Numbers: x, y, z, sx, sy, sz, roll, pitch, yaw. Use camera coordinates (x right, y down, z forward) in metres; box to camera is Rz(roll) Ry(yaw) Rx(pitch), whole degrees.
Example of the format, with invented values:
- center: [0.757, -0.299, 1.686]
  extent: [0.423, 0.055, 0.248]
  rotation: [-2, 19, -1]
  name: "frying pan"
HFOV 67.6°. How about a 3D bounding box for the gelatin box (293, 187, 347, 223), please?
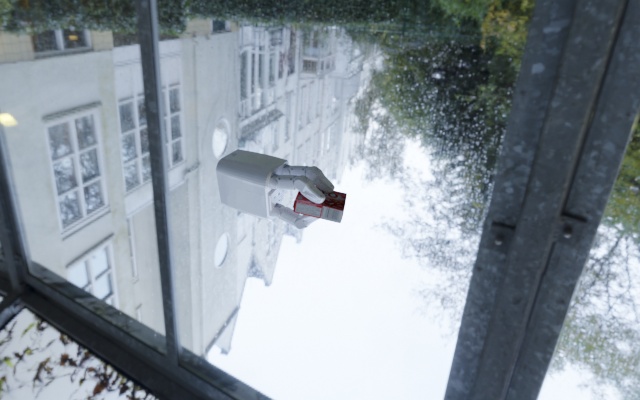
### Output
- center: [0.000, 0.003, 0.860]
  extent: [0.089, 0.030, 0.073]
  rotation: [14, 26, 1]
  name: "gelatin box"
